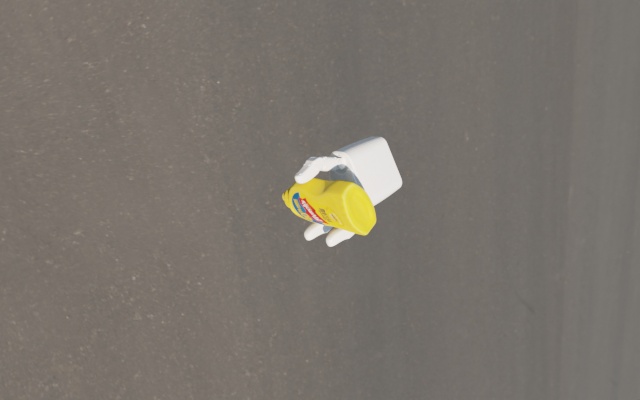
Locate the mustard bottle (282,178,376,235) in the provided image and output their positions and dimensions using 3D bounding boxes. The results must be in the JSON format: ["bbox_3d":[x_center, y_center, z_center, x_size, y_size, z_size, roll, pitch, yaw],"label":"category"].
[{"bbox_3d":[0.000,0.003,0.816,0.191,0.058,0.096,11,-35,47],"label":"mustard bottle"}]
